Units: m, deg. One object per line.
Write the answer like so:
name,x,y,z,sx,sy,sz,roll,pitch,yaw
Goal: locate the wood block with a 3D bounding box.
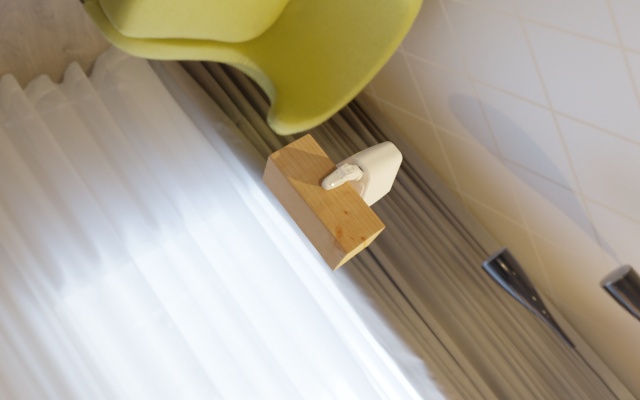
wood block,0.001,0.002,0.813,0.090,0.206,0.091,-33,-13,-27
